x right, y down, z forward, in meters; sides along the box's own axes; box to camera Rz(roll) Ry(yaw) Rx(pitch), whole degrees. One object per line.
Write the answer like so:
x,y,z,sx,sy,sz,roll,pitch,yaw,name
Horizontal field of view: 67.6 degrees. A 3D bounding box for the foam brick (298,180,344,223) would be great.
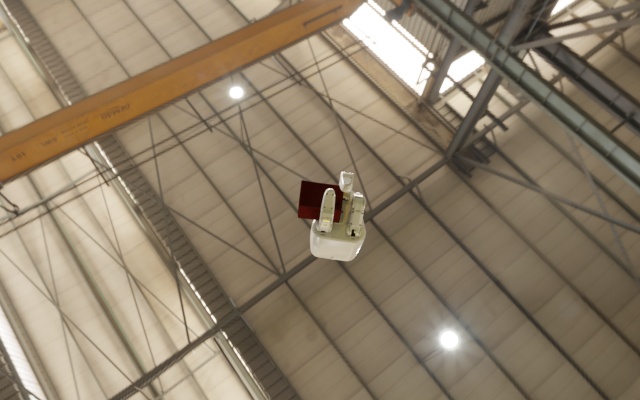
0.000,0.003,0.851,0.078,0.053,0.051,8,-28,-1,foam brick
